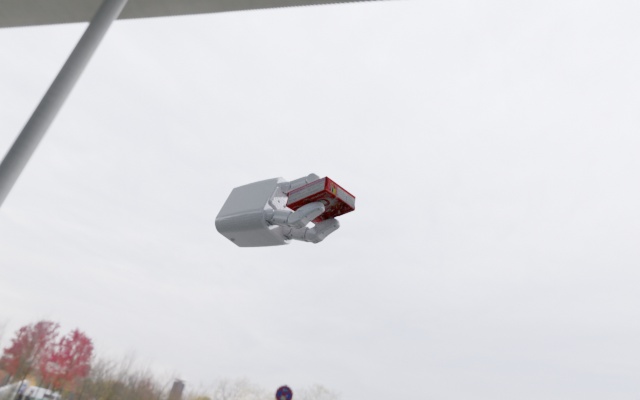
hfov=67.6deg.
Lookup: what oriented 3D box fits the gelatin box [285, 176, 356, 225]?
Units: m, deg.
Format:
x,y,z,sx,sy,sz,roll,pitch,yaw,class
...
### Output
x,y,z,sx,sy,sz,roll,pitch,yaw,class
0.000,0.002,0.765,0.089,0.030,0.073,-22,-42,36,gelatin box
